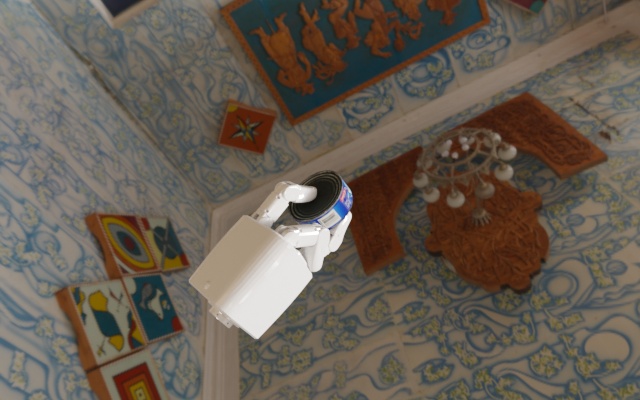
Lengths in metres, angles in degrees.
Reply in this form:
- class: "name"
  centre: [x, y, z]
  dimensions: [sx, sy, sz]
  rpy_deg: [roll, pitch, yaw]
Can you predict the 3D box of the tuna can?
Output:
- class: "tuna can"
  centre: [0.000, 0.002, 0.648]
  dimensions: [0.086, 0.086, 0.034]
  rpy_deg: [0, -37, 40]
